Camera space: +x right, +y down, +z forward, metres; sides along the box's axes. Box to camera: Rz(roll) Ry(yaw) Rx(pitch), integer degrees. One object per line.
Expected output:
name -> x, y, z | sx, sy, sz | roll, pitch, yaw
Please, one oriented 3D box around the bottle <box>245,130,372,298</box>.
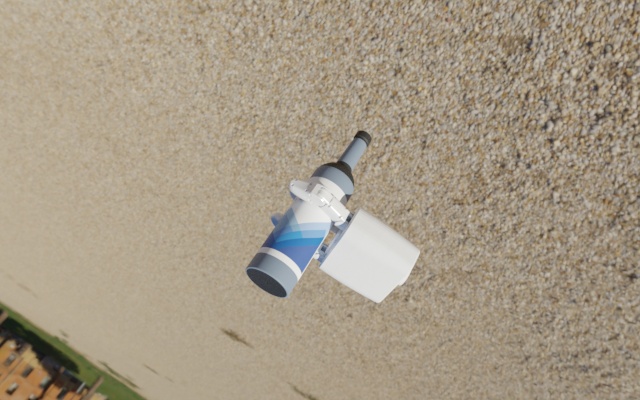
bottle -> 0.000, 0.002, 0.696 | 0.069, 0.295, 0.069 | 24, -32, 16
